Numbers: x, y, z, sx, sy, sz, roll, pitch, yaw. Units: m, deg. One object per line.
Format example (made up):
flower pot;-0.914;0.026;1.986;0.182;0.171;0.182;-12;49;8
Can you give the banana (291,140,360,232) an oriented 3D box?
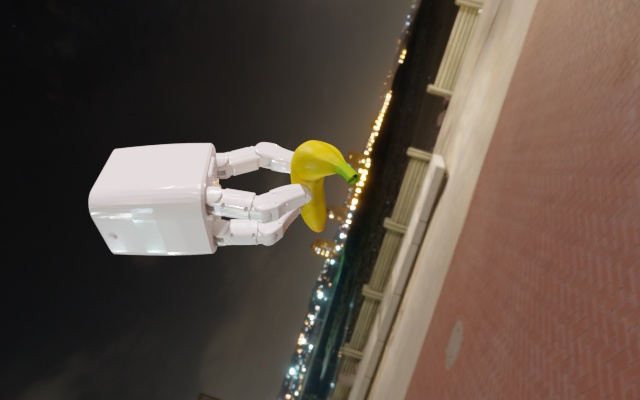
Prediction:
banana;-0.007;-0.016;0.498;0.037;0.069;0.198;-21;-12;-13
